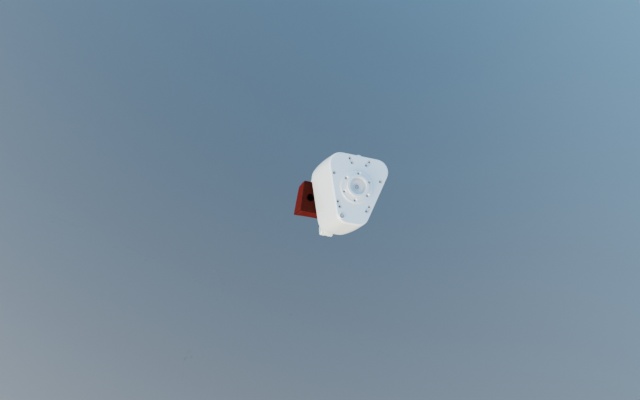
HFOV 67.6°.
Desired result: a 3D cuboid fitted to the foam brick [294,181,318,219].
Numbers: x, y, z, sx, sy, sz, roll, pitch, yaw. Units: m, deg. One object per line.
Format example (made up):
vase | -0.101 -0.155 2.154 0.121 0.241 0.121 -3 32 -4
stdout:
foam brick | 0.000 0.003 0.812 0.078 0.053 0.051 10 -12 -11
